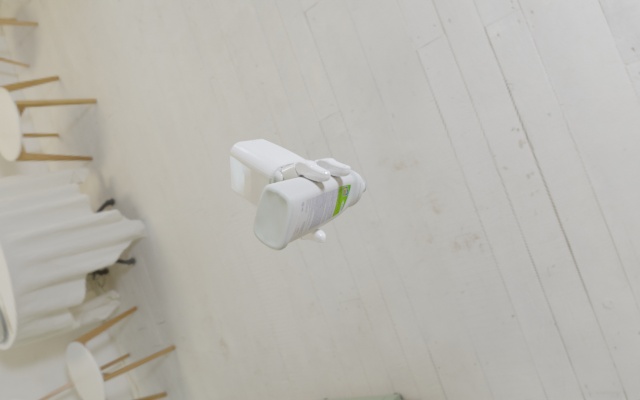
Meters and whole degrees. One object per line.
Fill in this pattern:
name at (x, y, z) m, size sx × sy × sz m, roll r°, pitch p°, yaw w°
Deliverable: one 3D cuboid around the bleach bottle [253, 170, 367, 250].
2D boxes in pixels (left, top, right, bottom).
bleach bottle at (0.000, 0.003, 0.809) m, size 0.068 × 0.103 × 0.251 m, roll 30°, pitch 27°, yaw 28°
